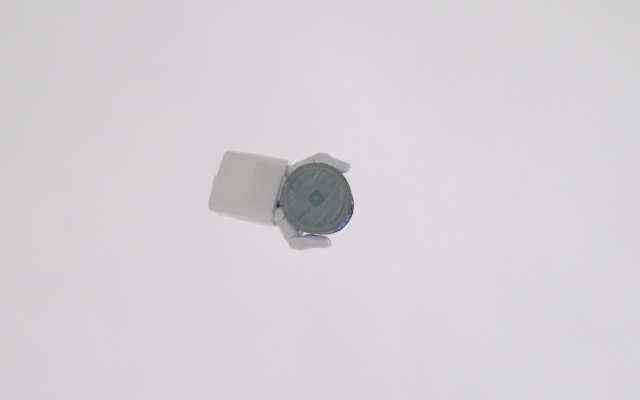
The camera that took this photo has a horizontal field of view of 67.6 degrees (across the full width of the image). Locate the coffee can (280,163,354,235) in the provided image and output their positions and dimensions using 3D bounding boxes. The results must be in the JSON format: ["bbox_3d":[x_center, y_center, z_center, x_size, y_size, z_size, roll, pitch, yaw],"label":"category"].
[{"bbox_3d":[0.000,0.002,0.745,0.103,0.103,0.140,0,-5,6],"label":"coffee can"}]
